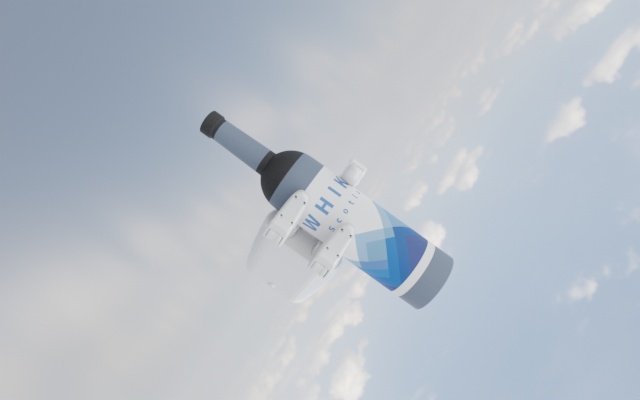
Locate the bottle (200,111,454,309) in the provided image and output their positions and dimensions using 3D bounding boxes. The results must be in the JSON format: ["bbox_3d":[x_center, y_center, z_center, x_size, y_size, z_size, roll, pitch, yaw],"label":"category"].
[{"bbox_3d":[0.000,0.002,0.504,0.296,0.069,0.069,36,0,0],"label":"bottle"}]
